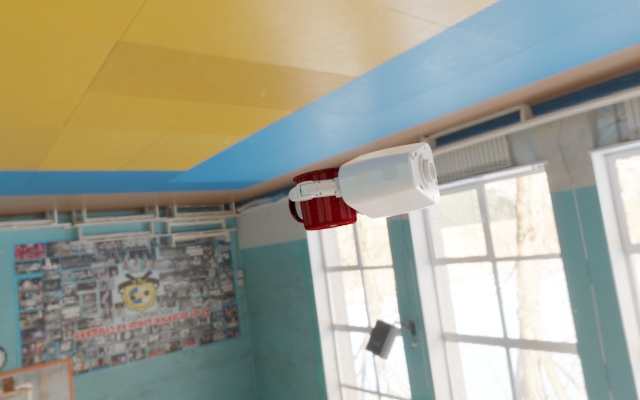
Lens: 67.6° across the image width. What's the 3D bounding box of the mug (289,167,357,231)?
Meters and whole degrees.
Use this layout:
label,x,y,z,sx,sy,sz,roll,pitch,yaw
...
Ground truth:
label,x,y,z,sx,sy,sz,roll,pitch,yaw
mug,-0.001,0.003,0.725,0.117,0.081,0.093,-13,-7,30
